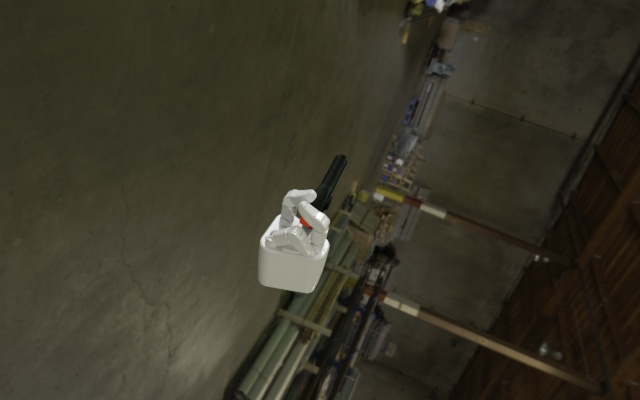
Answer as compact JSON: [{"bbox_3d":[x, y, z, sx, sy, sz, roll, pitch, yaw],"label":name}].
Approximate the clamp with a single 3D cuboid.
[{"bbox_3d":[0.001,0.003,0.861,0.039,0.120,0.171,22,44,10],"label":"clamp"}]
